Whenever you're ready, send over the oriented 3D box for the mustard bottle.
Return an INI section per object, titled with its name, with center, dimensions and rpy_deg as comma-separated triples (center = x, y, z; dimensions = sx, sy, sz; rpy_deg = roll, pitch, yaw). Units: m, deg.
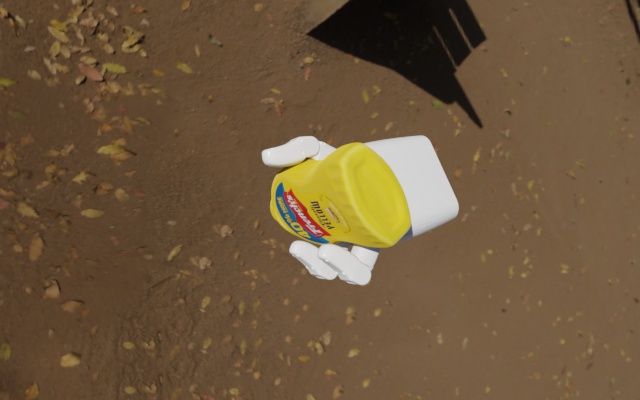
[mustard bottle]
center = 0.000, 0.002, 0.488
dimensions = 0.058, 0.096, 0.191
rpy_deg = -43, 18, -27
